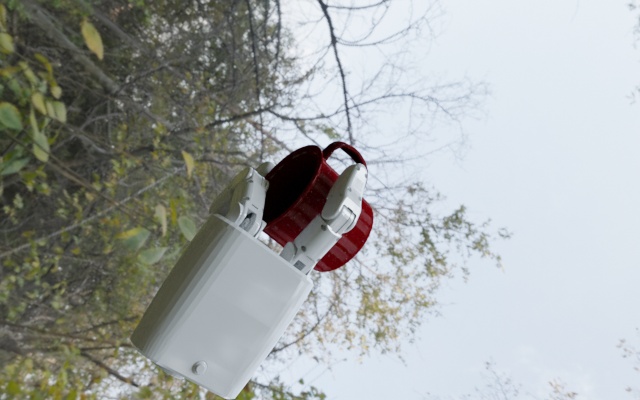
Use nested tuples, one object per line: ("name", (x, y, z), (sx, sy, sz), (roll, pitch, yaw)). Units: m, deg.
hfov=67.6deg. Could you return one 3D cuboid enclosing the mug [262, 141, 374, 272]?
("mug", (0.001, 0.000, 0.432), (0.081, 0.117, 0.093), (41, -13, -27))
